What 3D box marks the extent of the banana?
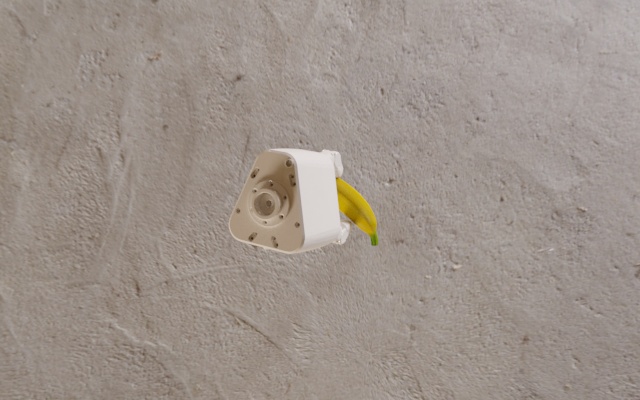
[{"bbox_3d":[0.009,-0.009,0.692,0.197,0.070,0.037,36,40,16],"label":"banana"}]
